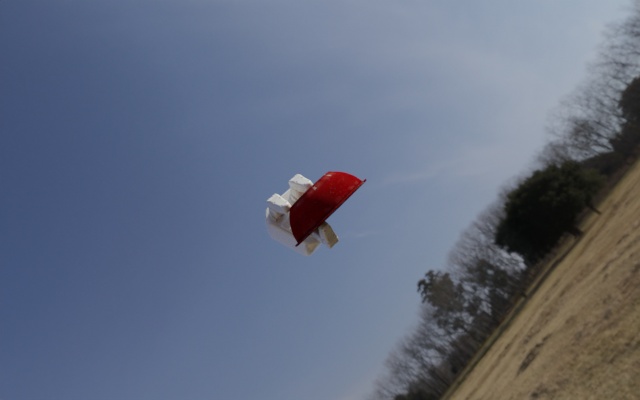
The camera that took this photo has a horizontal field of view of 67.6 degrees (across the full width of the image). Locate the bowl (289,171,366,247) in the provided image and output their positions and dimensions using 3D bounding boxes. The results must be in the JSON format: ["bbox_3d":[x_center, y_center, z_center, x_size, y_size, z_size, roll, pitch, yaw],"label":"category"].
[{"bbox_3d":[0.000,0.002,0.789,0.162,0.055,0.162,-43,-1,-1],"label":"bowl"}]
